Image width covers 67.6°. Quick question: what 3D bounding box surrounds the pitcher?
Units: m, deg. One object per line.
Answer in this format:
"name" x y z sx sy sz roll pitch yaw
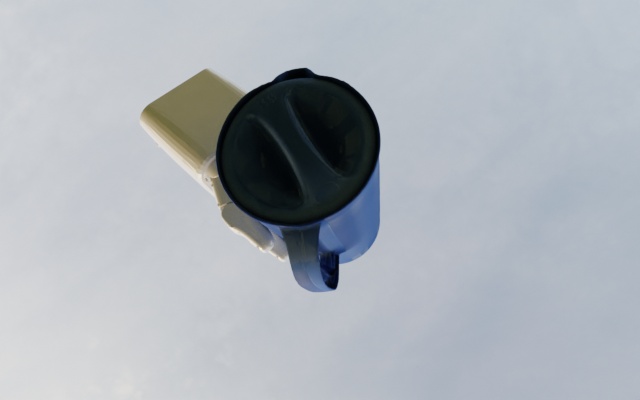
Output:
"pitcher" 0.000 0.001 0.480 0.145 0.149 0.243 37 -8 19
